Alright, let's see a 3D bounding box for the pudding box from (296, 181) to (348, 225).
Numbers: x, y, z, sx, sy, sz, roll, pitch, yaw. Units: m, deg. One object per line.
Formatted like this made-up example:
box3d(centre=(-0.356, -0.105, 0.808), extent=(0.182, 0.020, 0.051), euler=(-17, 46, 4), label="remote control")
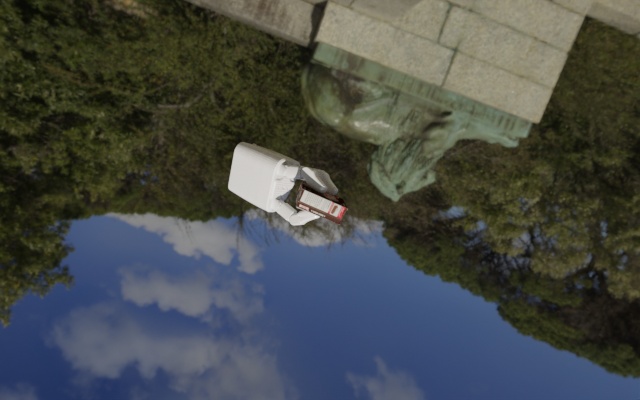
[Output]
box3d(centre=(0.000, 0.003, 0.892), extent=(0.090, 0.039, 0.113), euler=(23, 9, -5), label="pudding box")
